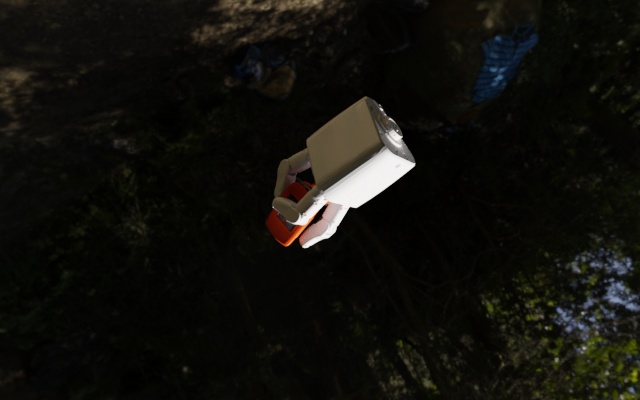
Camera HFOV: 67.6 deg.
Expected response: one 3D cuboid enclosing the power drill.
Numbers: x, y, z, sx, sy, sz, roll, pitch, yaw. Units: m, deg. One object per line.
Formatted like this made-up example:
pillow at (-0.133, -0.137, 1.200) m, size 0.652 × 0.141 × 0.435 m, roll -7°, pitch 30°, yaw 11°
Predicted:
power drill at (0.000, 0.003, 0.761) m, size 0.187 × 0.057 × 0.184 m, roll -30°, pitch -19°, yaw -48°
